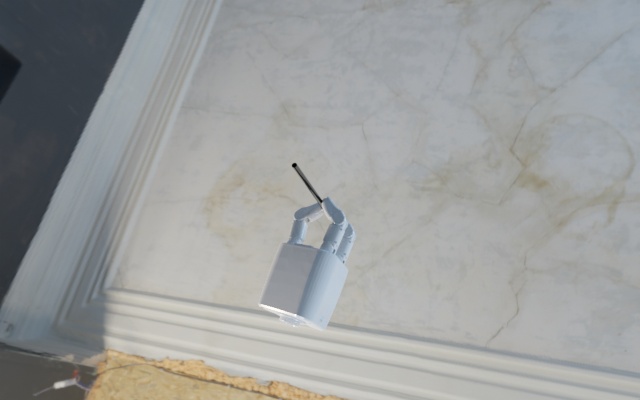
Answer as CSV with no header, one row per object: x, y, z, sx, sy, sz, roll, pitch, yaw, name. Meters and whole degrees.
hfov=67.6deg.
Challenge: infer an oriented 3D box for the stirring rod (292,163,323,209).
0.000,0.002,0.762,0.011,0.011,0.240,0,-25,19,stirring rod
